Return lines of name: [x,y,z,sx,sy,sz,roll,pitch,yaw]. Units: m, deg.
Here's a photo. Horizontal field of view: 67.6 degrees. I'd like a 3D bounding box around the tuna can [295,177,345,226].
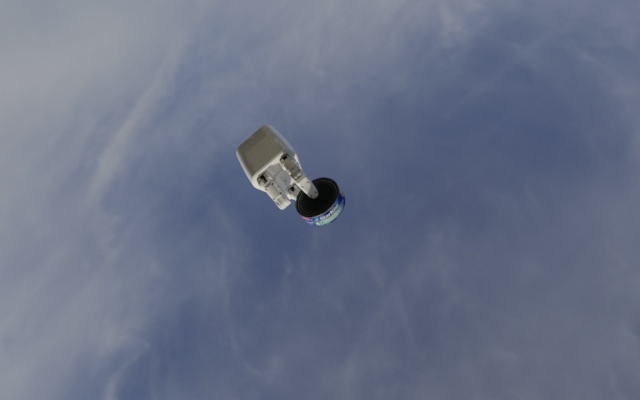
tuna can: [0.000,0.003,0.850,0.086,0.086,0.034,0,-34,33]
